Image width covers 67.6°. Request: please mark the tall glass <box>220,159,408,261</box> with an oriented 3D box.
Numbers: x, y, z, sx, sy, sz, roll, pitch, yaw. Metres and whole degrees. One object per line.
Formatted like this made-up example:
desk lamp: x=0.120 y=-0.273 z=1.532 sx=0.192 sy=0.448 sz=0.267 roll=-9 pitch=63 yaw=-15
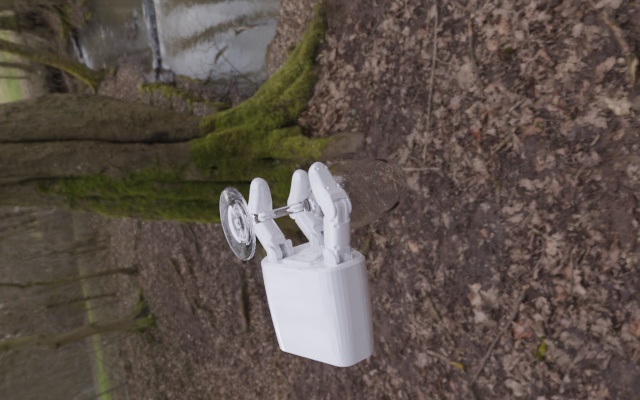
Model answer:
tall glass: x=0.000 y=0.002 z=0.513 sx=0.201 sy=0.079 sz=0.079 roll=-15 pitch=8 yaw=-32
